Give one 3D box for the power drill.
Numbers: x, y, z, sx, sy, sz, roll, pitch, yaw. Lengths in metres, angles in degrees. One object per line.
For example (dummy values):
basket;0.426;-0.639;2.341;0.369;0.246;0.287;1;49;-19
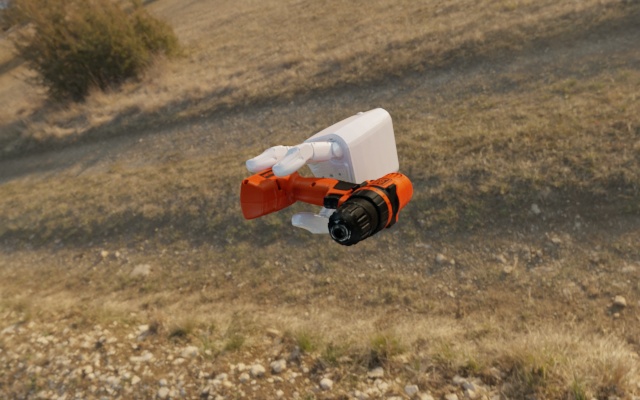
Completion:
power drill;0.000;0.002;0.573;0.187;0.057;0.184;8;17;27
